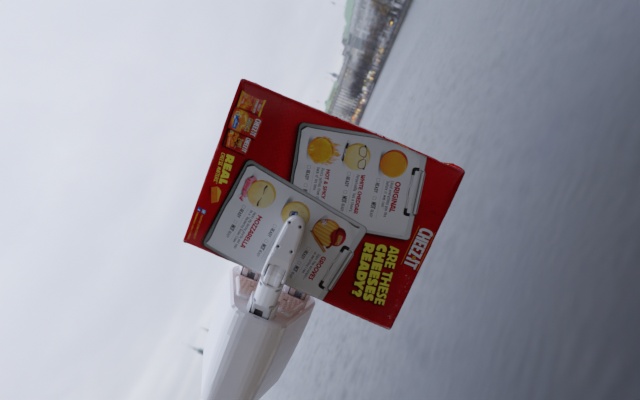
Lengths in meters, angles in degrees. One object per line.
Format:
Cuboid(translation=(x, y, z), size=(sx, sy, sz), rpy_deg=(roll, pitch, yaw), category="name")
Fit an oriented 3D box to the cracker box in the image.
Cuboid(translation=(0.000, 0.001, 0.459), size=(0.213, 0.164, 0.072), rpy_deg=(23, 12, 1), category="cracker box")
